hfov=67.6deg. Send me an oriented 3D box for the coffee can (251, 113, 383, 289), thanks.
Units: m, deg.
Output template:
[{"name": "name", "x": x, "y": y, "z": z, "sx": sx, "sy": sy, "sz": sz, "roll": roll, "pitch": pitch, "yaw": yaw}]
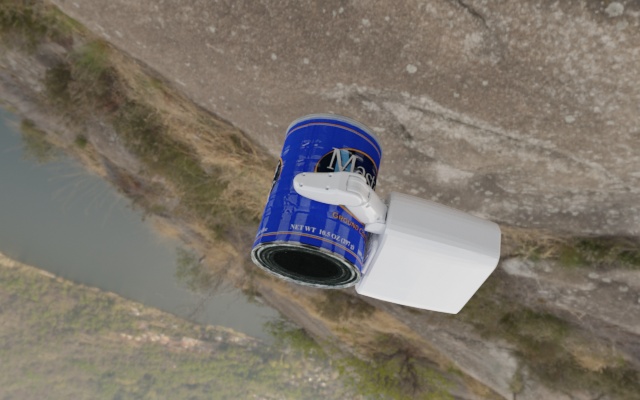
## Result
[{"name": "coffee can", "x": 0.000, "y": 0.001, "z": 0.466, "sx": 0.103, "sy": 0.140, "sz": 0.103, "roll": 11, "pitch": -27, "yaw": 6}]
